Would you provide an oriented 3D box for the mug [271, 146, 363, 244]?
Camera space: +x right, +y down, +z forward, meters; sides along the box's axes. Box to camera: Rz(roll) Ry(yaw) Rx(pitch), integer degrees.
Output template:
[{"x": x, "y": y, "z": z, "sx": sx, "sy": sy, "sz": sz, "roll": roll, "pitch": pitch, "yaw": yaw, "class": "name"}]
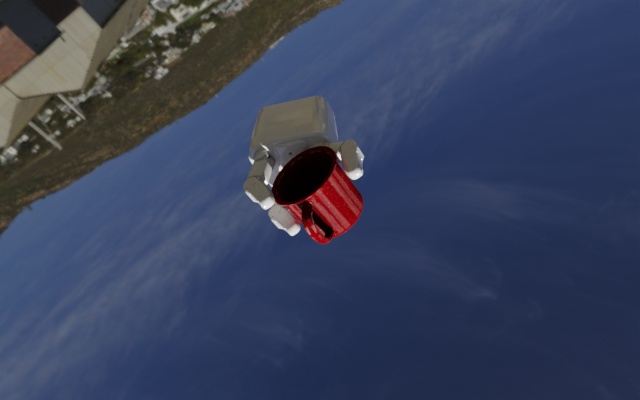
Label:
[{"x": 0.000, "y": 0.003, "z": 0.582, "sx": 0.093, "sy": 0.117, "sz": 0.081, "roll": -24, "pitch": -51, "yaw": 22, "class": "mug"}]
